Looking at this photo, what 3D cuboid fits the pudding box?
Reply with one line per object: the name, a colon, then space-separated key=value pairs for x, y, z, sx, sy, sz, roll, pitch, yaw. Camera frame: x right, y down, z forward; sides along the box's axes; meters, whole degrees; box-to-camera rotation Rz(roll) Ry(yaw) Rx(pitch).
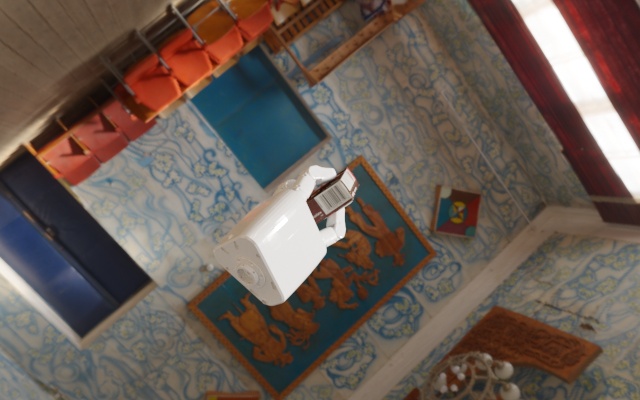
pudding box: x=0.000 y=0.002 z=0.716 sx=0.113 sy=0.039 sz=0.090 roll=-32 pitch=9 yaw=17
